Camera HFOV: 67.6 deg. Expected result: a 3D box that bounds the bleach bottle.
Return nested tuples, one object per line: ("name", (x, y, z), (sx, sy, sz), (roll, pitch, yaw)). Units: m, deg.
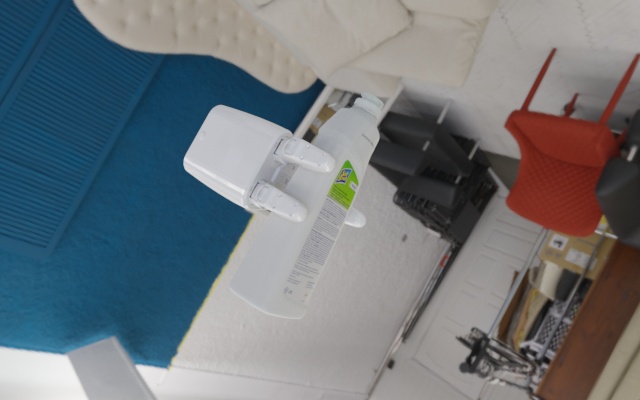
("bleach bottle", (0.000, 0.002, 0.520), (0.068, 0.251, 0.102), (27, -4, 27))
